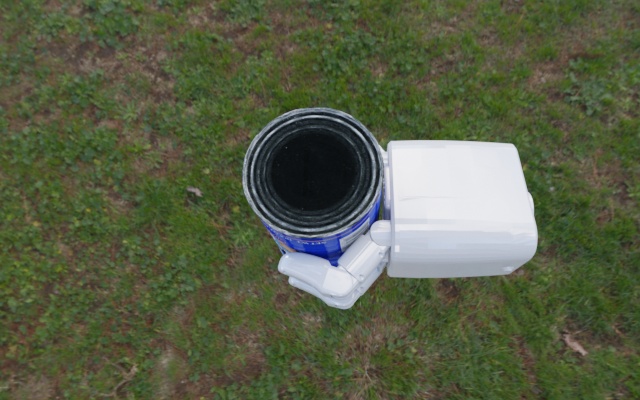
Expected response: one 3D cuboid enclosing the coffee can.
[{"bbox_3d":[0.000,0.001,0.405,0.103,0.102,0.140,0,-20,5],"label":"coffee can"}]
